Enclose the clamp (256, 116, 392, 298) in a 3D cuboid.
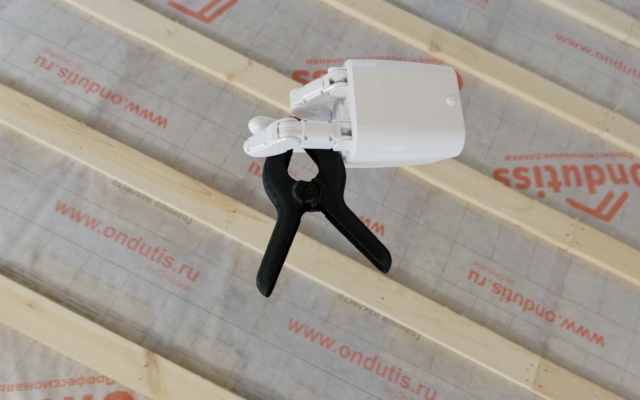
[{"bbox_3d":[0.000,0.002,0.444,0.120,0.171,0.039,-1,-18,-8],"label":"clamp"}]
